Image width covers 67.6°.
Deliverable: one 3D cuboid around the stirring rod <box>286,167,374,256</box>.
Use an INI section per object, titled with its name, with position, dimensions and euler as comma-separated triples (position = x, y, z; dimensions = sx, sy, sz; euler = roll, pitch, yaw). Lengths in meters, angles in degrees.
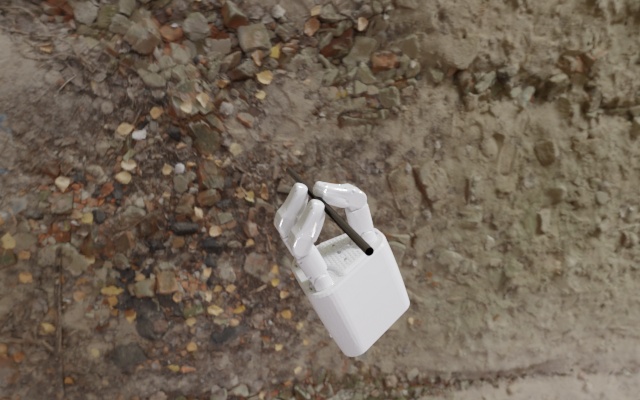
[stirring rod]
position = 0.000, 0.002, 0.499
dimensions = 0.011, 0.011, 0.239
euler = 0, 20, -21
